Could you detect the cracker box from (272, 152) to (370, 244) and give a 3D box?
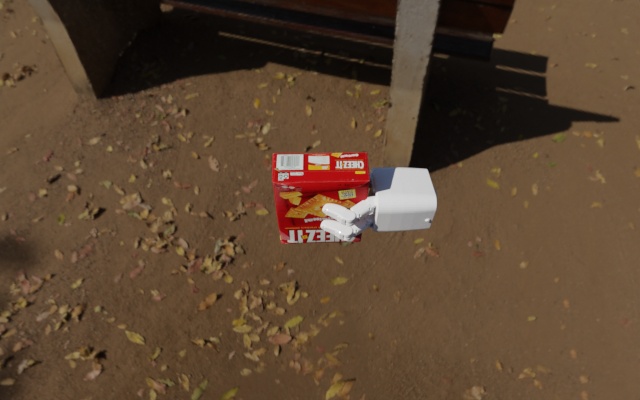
[{"bbox_3d":[0.000,0.003,0.881,0.164,0.072,0.214,-1,-34,-1],"label":"cracker box"}]
